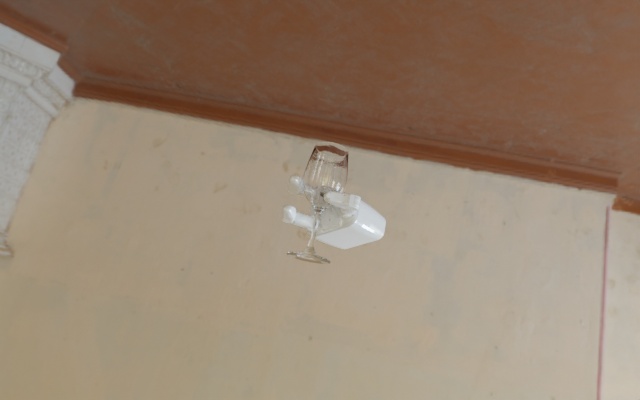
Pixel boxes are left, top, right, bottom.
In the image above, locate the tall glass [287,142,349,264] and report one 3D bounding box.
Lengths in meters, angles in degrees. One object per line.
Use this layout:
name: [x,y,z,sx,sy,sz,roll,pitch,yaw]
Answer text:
tall glass: [0.000,0.003,0.818,0.079,0.201,0.079,11,-16,3]
